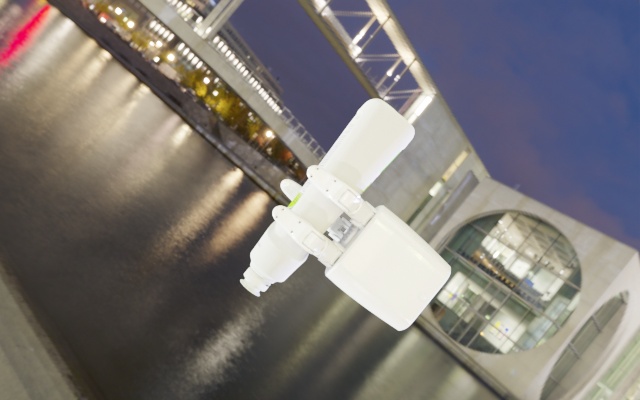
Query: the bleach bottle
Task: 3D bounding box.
[{"bbox_3d":[0.000,0.002,0.548,0.068,0.251,0.102,40,-1,-3],"label":"bleach bottle"}]
